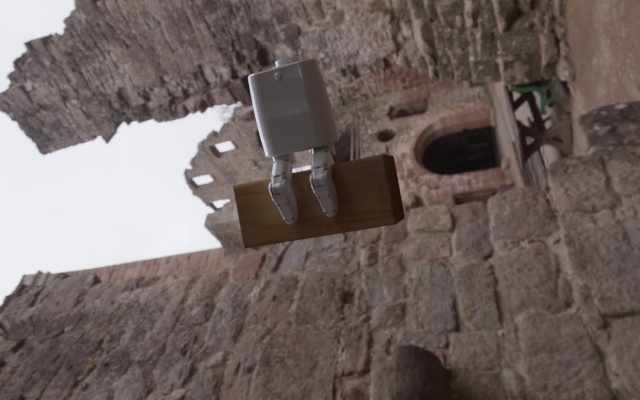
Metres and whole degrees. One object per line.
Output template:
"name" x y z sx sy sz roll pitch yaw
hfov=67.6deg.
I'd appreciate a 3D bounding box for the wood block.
"wood block" 0.000 0.002 0.648 0.206 0.090 0.091 -10 1 18
